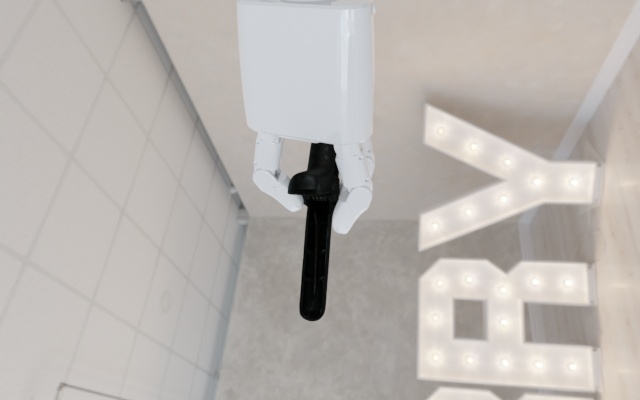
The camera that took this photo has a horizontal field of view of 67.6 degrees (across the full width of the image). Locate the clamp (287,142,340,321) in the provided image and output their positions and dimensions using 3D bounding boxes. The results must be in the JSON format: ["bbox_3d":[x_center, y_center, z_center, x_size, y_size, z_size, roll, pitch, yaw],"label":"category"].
[{"bbox_3d":[-0.001,0.001,0.479,0.036,0.165,0.209,4,33,6],"label":"clamp"}]
